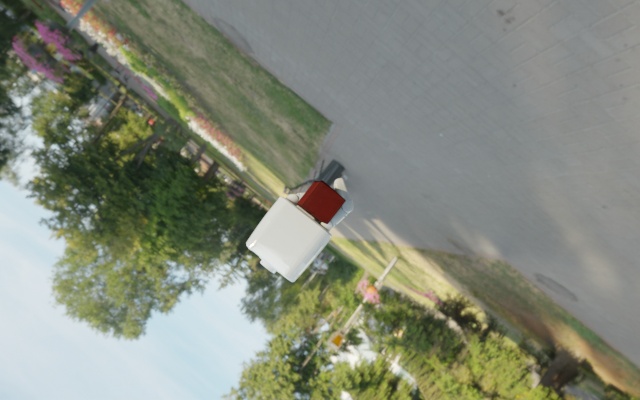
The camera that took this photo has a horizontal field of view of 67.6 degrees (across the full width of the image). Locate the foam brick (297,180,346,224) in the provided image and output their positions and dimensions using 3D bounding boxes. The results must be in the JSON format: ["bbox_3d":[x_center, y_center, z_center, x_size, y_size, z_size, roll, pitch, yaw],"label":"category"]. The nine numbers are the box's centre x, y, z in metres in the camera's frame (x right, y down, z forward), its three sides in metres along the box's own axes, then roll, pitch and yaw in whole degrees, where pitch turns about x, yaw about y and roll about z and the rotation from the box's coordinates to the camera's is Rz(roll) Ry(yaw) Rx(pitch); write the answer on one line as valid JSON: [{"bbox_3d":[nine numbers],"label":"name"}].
[{"bbox_3d":[0.000,0.002,0.790,0.053,0.051,0.078,39,-5,-8],"label":"foam brick"}]
